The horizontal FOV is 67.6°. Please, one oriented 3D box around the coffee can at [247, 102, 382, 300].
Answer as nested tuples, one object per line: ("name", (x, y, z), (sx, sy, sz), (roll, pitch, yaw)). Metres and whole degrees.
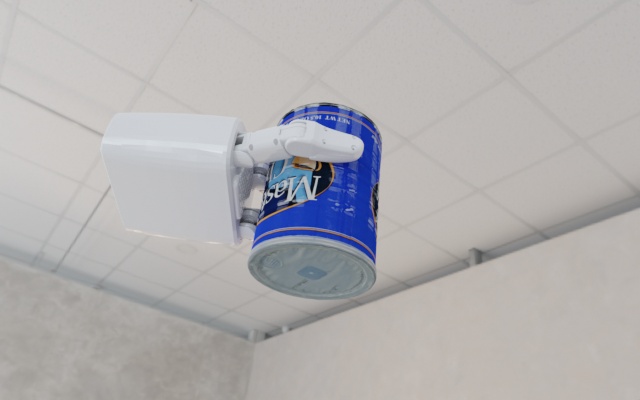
("coffee can", (0.000, 0.001, 0.415), (0.103, 0.140, 0.103), (5, -34, 3))
